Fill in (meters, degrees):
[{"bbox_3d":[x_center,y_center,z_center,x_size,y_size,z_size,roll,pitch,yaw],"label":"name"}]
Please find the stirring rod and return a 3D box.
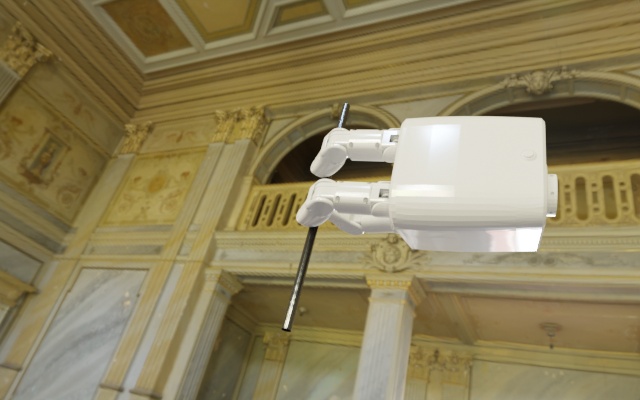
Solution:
[{"bbox_3d":[0.000,0.002,0.433,0.011,0.239,0.011,11,-31,7],"label":"stirring rod"}]
